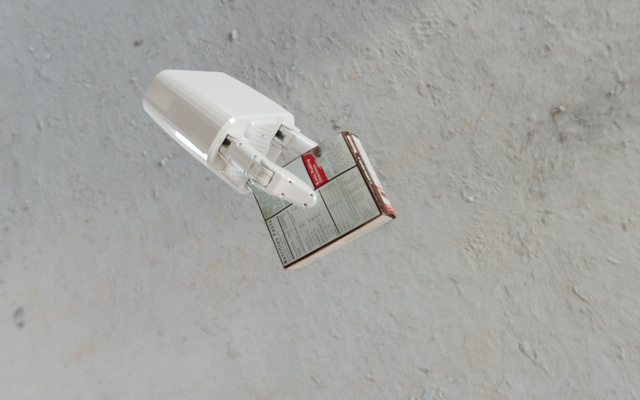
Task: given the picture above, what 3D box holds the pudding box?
[{"bbox_3d":[0.000,0.001,0.445,0.113,0.090,0.039,-31,-16,22],"label":"pudding box"}]
